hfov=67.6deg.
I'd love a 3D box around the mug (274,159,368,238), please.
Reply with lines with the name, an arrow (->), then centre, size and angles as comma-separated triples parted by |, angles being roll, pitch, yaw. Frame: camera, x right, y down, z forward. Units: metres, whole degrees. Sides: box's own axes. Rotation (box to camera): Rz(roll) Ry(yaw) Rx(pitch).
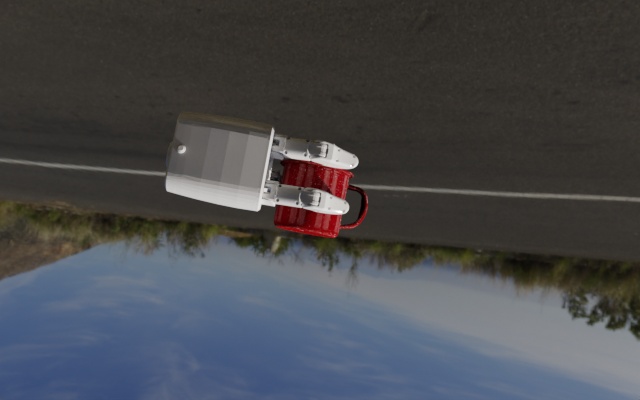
mug -> 0.001, 0.002, 0.593 | 0.117, 0.081, 0.093 | 11, -7, -4
